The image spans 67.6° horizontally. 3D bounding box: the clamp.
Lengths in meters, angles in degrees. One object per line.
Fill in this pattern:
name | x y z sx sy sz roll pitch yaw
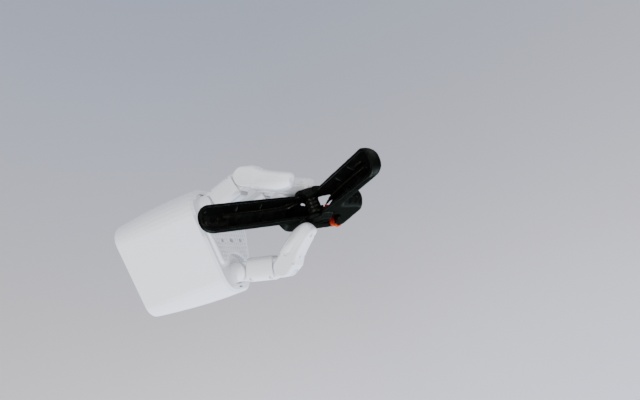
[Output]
clamp | 0.000 0.002 0.481 0.164 0.036 0.210 -20 -12 17
